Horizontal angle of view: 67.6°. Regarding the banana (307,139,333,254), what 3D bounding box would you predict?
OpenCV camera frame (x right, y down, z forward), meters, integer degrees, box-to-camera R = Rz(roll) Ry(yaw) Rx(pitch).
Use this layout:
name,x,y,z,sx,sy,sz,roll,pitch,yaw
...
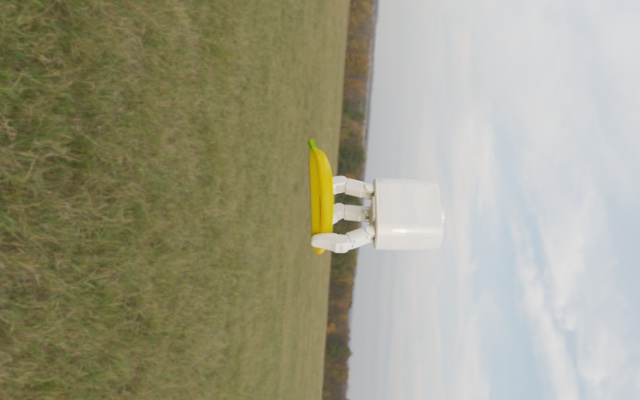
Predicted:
name,x,y,z,sx,sy,sz,roll,pitch,yaw
banana,0.001,0.005,0.758,0.037,0.198,0.069,-3,19,-3
